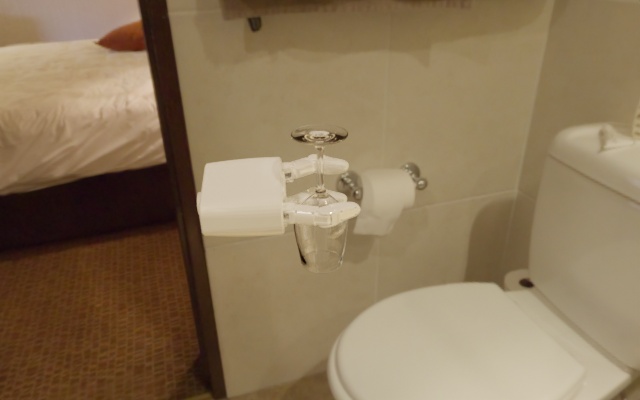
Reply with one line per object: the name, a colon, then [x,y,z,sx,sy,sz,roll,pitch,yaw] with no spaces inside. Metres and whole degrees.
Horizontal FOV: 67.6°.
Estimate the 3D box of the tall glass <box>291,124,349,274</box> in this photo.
tall glass: [0.000,0.002,0.659,0.079,0.201,0.079,-1,28,1]
